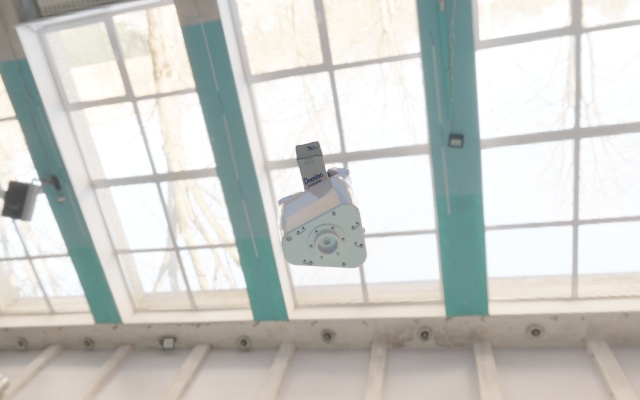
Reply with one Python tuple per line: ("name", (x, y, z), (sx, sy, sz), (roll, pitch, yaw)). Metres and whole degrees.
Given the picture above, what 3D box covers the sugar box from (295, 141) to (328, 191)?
("sugar box", (0.001, 0.002, 0.748), (0.048, 0.176, 0.093), (-11, 20, -1))
